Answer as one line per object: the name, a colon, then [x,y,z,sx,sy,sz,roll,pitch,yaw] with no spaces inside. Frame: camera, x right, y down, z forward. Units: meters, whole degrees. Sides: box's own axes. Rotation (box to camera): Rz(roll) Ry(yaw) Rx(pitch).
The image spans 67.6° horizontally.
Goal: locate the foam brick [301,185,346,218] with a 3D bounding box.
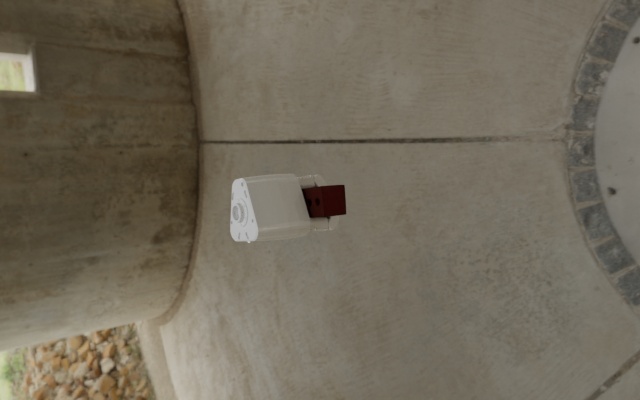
foam brick: [0.000,0.003,0.829,0.051,0.053,0.078,-4,-2,-38]
